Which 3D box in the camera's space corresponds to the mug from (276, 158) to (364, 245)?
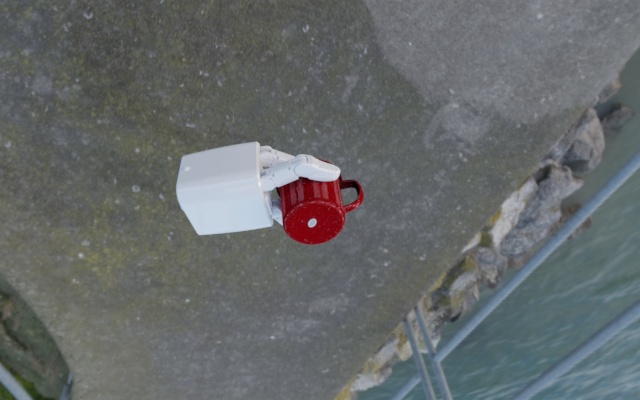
[{"bbox_3d":[0.002,0.002,0.636,0.117,0.093,0.081,-10,42,1],"label":"mug"}]
